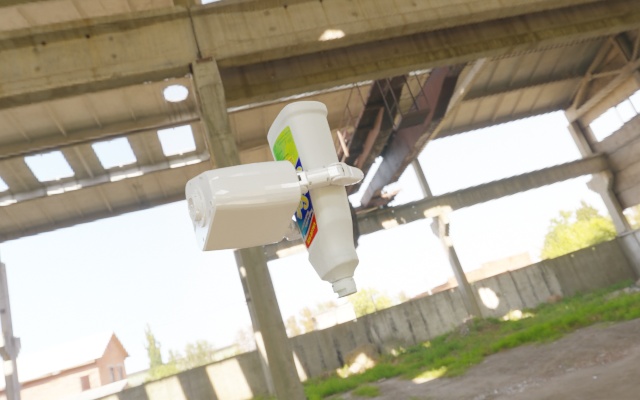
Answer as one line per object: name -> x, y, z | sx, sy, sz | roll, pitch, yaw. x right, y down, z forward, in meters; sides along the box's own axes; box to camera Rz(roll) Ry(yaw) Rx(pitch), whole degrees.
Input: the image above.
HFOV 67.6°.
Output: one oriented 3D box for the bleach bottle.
bleach bottle -> 0.000, 0.002, 0.630 | 0.068, 0.250, 0.103 | -8, -20, -30
